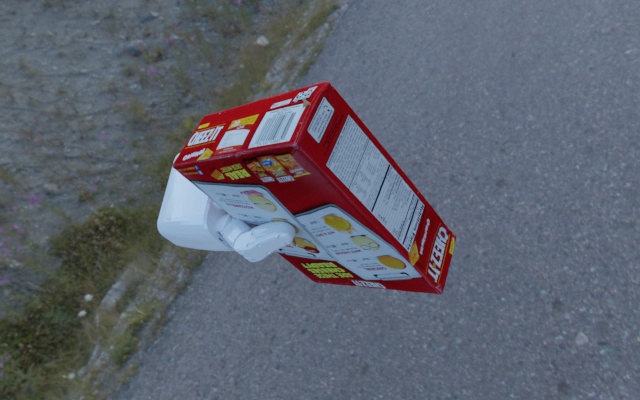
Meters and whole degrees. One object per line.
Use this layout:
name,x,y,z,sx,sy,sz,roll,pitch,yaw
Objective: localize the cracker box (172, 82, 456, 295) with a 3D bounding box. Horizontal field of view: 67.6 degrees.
cracker box,0.000,0.001,0.434,0.164,0.072,0.214,-4,-37,44
